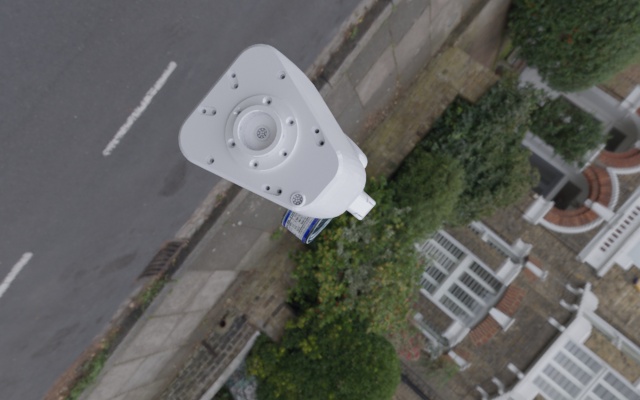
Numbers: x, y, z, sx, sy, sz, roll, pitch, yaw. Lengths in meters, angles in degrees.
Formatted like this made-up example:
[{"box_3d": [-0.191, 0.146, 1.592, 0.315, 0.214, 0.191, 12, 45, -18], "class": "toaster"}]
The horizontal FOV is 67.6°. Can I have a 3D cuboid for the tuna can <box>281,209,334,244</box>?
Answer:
[{"box_3d": [0.001, 0.002, 0.483, 0.034, 0.086, 0.086, 39, 6, 7], "class": "tuna can"}]
